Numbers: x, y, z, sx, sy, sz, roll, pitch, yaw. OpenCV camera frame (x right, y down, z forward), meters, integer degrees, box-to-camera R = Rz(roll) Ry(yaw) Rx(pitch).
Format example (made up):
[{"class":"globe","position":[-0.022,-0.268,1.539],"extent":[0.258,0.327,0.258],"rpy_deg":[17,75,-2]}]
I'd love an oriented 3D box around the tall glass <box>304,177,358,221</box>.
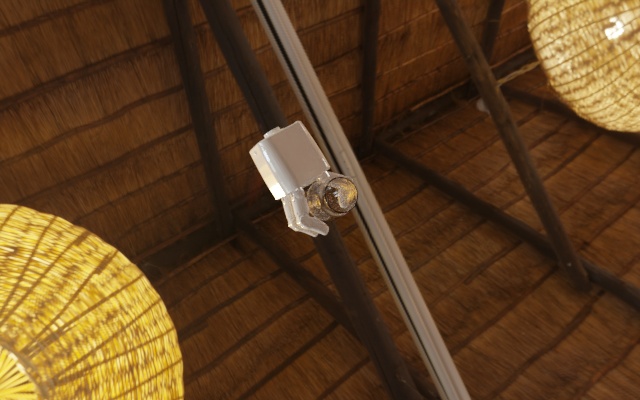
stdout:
[{"class":"tall glass","position":[0.000,0.003,0.892],"extent":[0.079,0.079,0.201],"rpy_deg":[0,-7,-21]}]
